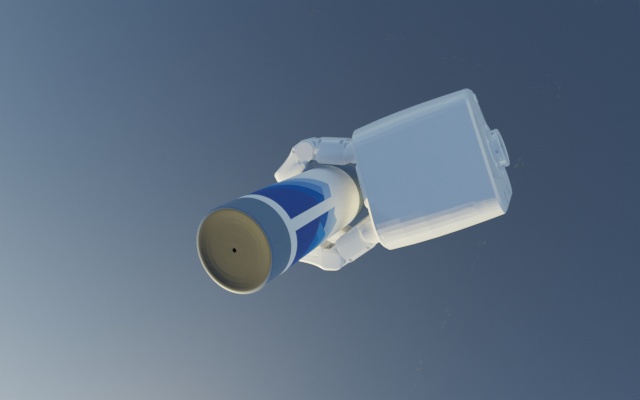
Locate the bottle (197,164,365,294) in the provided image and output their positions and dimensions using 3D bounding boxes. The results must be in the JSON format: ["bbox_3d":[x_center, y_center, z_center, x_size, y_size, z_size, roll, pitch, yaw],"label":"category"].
[{"bbox_3d":[0.000,0.002,0.466,0.069,0.069,0.295,0,13,25],"label":"bottle"}]
